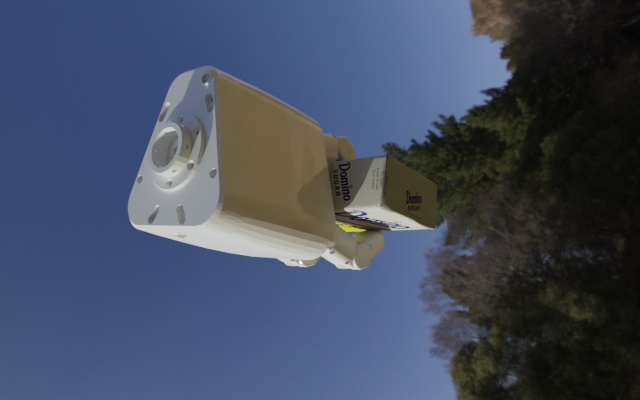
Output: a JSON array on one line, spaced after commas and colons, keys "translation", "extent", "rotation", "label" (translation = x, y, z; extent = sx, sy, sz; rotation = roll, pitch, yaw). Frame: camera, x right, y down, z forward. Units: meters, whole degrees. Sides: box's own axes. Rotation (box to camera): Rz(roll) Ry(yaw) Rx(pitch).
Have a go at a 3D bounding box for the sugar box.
[{"translation": [0.000, 0.002, 0.412], "extent": [0.176, 0.048, 0.093], "rotation": [-1, -13, 36], "label": "sugar box"}]
